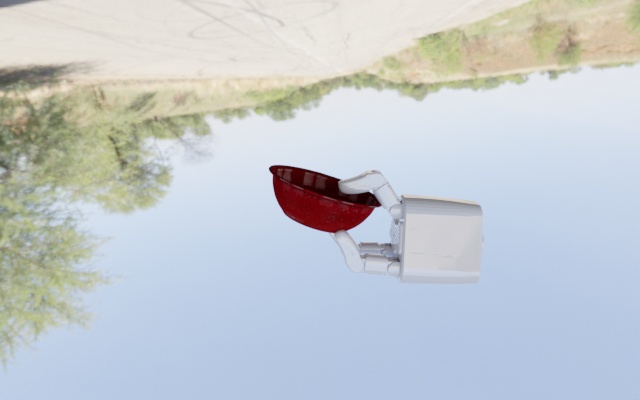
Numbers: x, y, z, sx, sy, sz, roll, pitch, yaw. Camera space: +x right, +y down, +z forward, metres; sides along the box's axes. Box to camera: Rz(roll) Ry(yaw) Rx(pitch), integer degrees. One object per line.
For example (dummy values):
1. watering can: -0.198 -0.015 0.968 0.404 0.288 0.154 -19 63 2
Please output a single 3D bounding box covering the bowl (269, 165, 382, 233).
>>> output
1. bowl: -0.001 0.002 0.651 0.162 0.055 0.162 17 12 -4
